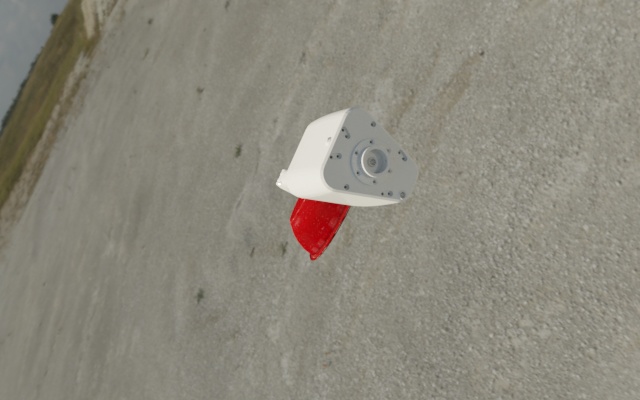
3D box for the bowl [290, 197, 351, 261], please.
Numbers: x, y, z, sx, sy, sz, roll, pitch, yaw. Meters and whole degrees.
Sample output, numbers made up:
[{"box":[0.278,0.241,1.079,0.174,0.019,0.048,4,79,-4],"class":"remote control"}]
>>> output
[{"box":[-0.001,0.002,0.687,0.055,0.162,0.162,26,-4,-7],"class":"bowl"}]
